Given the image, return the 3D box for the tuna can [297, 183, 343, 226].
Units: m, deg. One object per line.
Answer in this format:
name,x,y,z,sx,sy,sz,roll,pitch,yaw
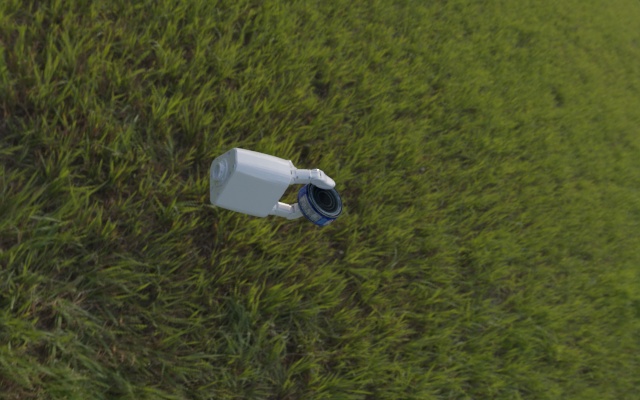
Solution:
tuna can,0.001,0.003,0.891,0.086,0.086,0.034,0,-29,-45
